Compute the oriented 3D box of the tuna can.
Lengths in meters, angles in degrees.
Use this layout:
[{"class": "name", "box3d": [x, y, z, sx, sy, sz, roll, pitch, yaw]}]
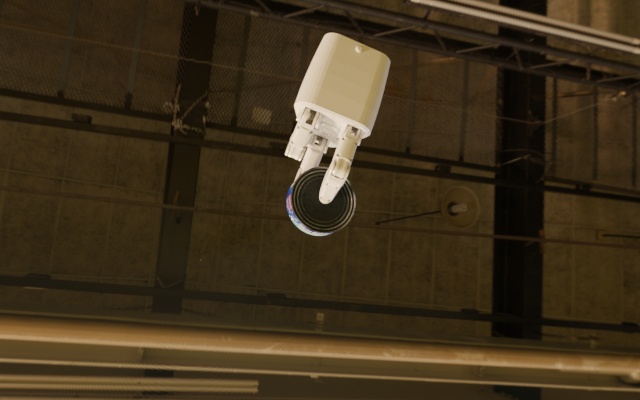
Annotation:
[{"class": "tuna can", "box3d": [0.000, 0.002, 0.612, 0.086, 0.086, 0.034, 0, -12, -16]}]
